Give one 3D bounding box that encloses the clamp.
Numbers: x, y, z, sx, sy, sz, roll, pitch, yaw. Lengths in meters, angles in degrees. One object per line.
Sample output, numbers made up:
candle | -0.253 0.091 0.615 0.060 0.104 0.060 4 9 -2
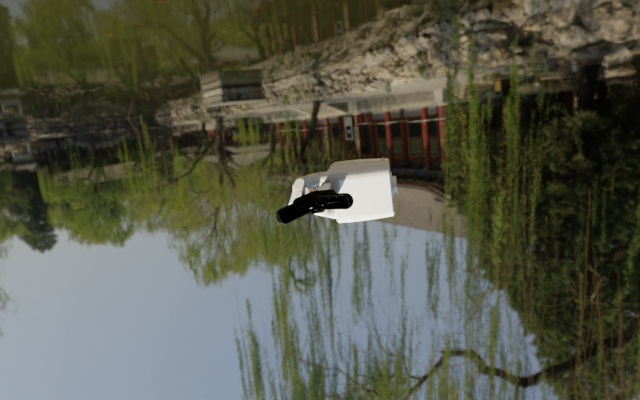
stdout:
clamp | 0.000 0.003 0.794 0.120 0.039 0.171 -7 10 9
